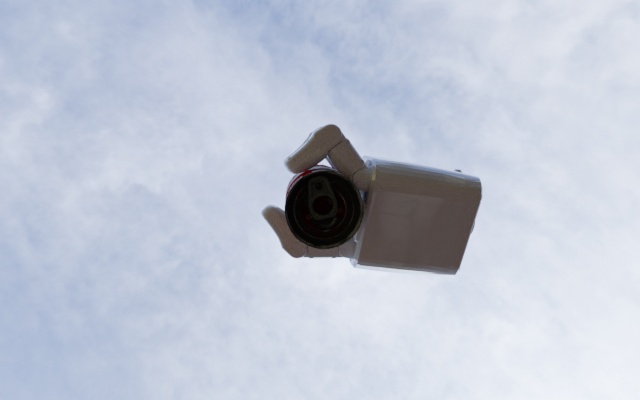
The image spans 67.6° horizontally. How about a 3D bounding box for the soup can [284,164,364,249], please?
[{"bbox_3d":[0.000,0.002,0.455,0.068,0.068,0.102,0,8,-4],"label":"soup can"}]
